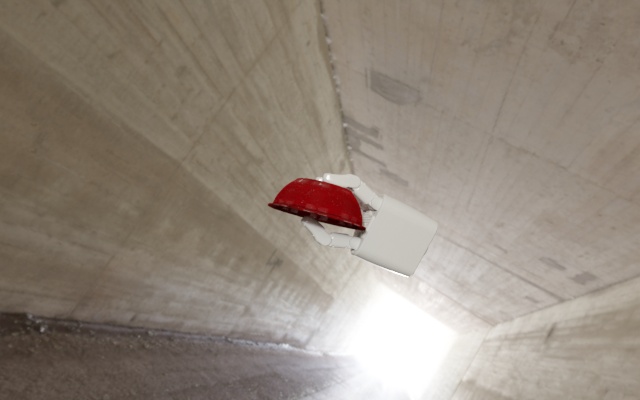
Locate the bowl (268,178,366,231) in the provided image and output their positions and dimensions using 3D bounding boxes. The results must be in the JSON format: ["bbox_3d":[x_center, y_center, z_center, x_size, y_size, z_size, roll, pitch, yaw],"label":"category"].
[{"bbox_3d":[-0.001,0.002,0.760,0.162,0.055,0.162,14,-6,1],"label":"bowl"}]
